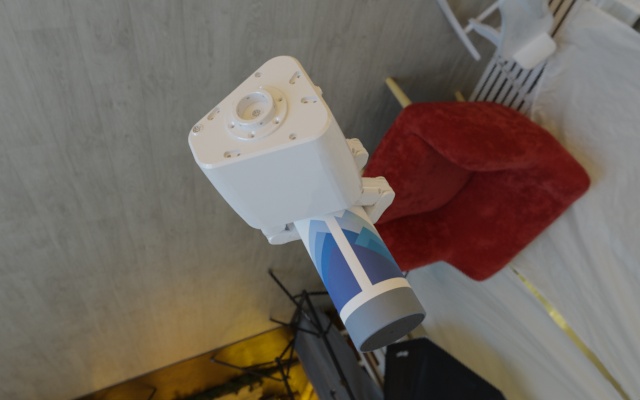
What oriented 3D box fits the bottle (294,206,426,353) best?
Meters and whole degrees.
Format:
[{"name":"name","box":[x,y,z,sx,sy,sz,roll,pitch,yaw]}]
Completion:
[{"name":"bottle","box":[0.000,0.002,0.479,0.069,0.295,0.069,-21,-32,-14]}]
